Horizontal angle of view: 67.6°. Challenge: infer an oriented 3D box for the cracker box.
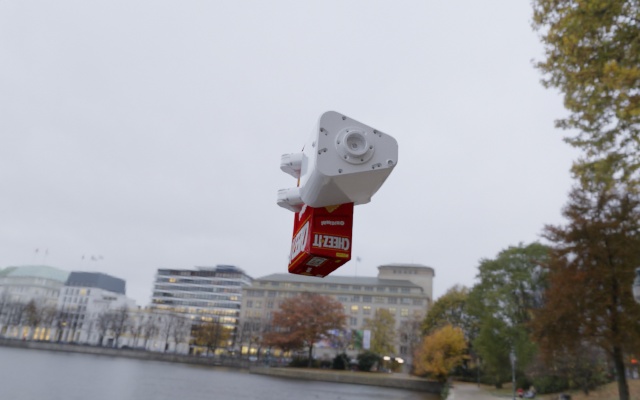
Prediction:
[{"bbox_3d":[0.000,0.002,0.760,0.072,0.213,0.164,9,-20,-11],"label":"cracker box"}]
